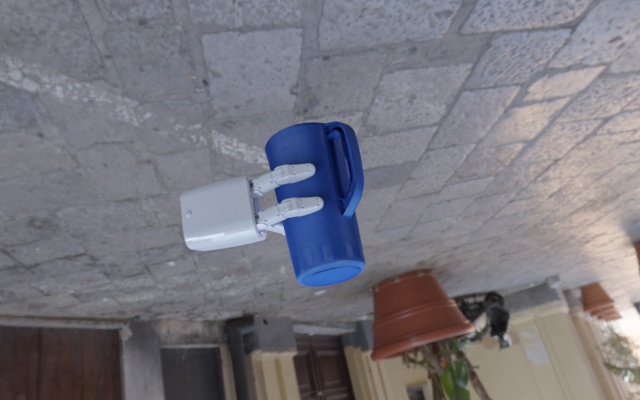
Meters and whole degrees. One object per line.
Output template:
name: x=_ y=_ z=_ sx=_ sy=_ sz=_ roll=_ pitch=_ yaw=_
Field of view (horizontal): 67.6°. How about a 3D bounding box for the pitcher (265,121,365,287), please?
pitcher: x=0.000 y=0.003 z=0.756 sx=0.145 sy=0.242 sz=0.149 roll=-12 pitch=-24 yaw=-3
